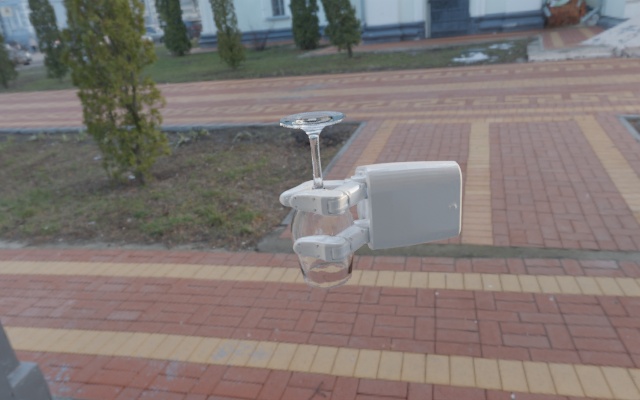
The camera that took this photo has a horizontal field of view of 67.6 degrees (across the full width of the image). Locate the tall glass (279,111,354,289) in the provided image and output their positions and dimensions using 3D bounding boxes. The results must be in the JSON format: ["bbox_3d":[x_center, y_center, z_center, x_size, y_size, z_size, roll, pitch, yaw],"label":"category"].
[{"bbox_3d":[0.000,0.001,0.560,0.079,0.201,0.079,-4,22,2],"label":"tall glass"}]
